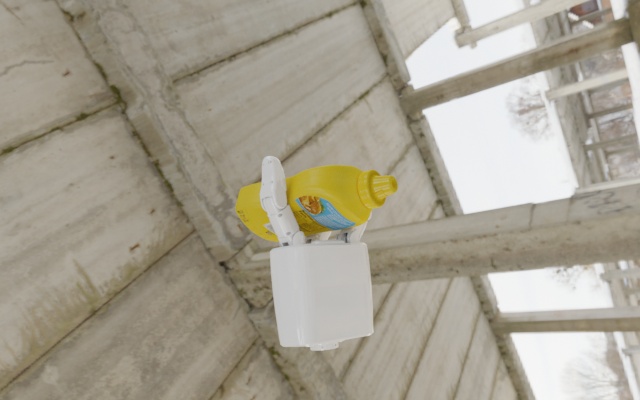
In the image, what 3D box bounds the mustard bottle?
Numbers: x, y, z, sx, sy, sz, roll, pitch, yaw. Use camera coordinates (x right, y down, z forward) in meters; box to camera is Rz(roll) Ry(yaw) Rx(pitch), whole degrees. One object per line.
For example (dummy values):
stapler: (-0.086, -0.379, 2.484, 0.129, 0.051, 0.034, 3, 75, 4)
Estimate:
mustard bottle: (0.000, 0.002, 0.548, 0.191, 0.058, 0.096, -13, -38, 35)
